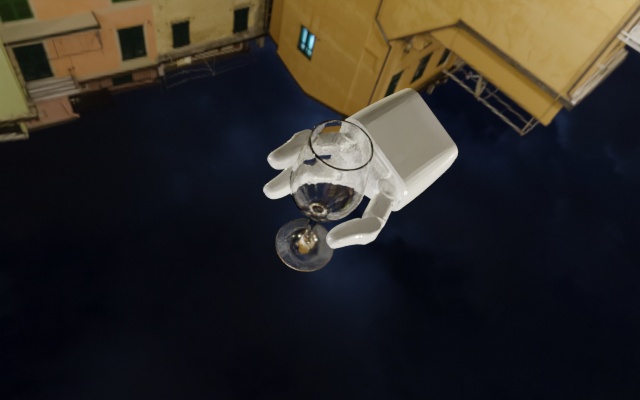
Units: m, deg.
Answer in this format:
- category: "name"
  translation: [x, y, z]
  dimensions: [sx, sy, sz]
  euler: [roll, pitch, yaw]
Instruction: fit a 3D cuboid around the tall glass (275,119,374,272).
- category: "tall glass"
  translation: [0.000, 0.002, 0.521]
  dimensions: [0.079, 0.079, 0.201]
  euler: [0, -33, -13]
